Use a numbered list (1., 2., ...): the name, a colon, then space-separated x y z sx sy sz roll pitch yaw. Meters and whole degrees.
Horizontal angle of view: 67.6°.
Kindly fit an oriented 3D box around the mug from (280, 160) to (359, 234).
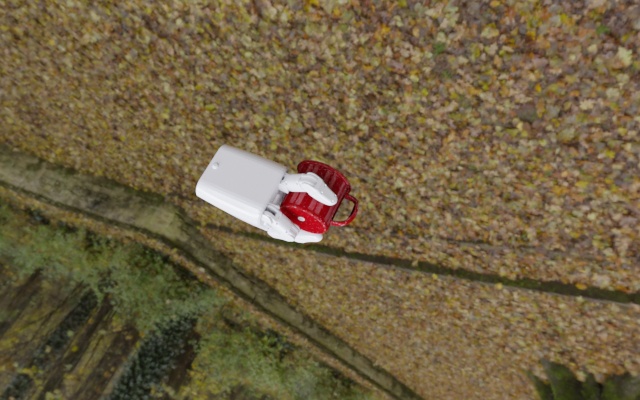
1. mug: 0.001 0.003 0.731 0.117 0.081 0.093 22 -24 10
